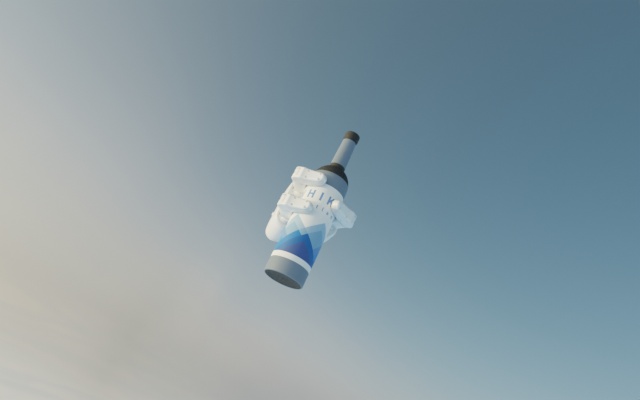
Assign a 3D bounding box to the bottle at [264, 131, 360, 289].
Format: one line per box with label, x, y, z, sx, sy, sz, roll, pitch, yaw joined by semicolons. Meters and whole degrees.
bottle;0.000;0.003;0.802;0.069;0.295;0.069;21;-25;10
